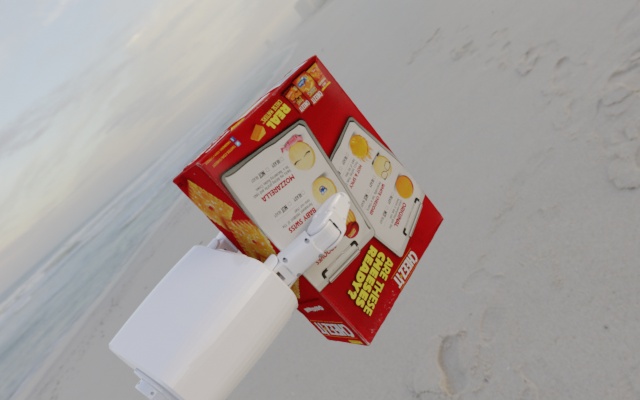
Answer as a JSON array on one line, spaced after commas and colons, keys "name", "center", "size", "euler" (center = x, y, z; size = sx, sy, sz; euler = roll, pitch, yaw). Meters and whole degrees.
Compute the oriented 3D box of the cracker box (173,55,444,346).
[{"name": "cracker box", "center": [0.000, 0.001, 0.448], "size": [0.072, 0.214, 0.164], "euler": [-16, 29, 54]}]
